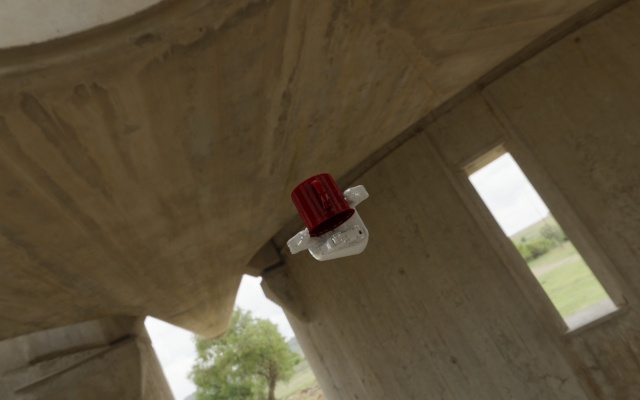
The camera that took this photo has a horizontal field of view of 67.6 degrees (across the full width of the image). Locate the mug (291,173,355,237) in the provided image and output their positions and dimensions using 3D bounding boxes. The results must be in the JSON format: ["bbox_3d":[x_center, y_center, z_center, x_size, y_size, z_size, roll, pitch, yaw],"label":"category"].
[{"bbox_3d":[0.000,0.002,0.819,0.093,0.081,0.117,-27,-16,-6],"label":"mug"}]
